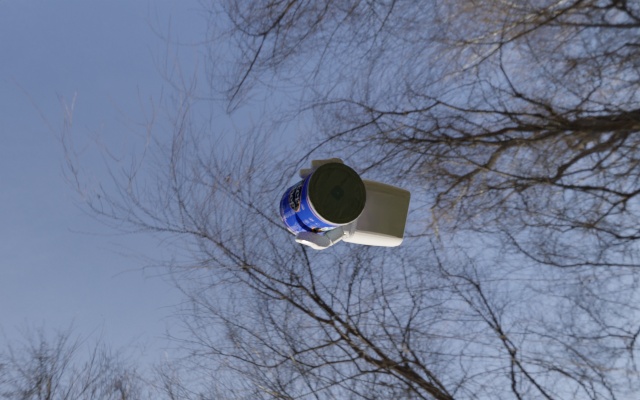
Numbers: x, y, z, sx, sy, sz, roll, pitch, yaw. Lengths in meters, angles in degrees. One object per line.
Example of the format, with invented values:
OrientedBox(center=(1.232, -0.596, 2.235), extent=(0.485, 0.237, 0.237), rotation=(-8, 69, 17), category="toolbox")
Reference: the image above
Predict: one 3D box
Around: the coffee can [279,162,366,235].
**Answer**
OrientedBox(center=(0.000, 0.003, 0.819), extent=(0.103, 0.102, 0.140), rotation=(0, -12, -25), category="coffee can")
